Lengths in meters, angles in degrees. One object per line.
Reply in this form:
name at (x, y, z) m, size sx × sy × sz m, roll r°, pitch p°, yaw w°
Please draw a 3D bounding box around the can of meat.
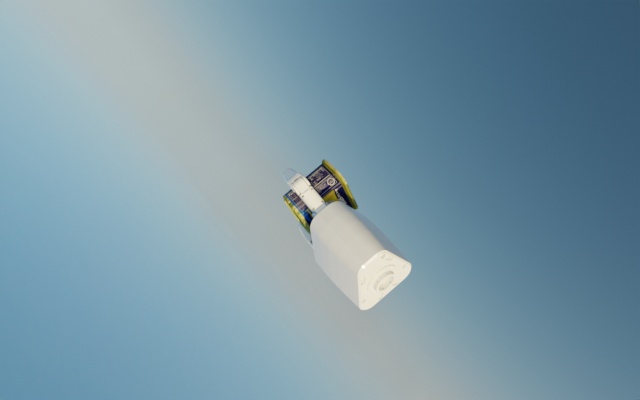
can of meat at (0.000, 0.002, 0.711) m, size 0.057 × 0.084 × 0.102 m, roll 46°, pitch -8°, yaw 35°
